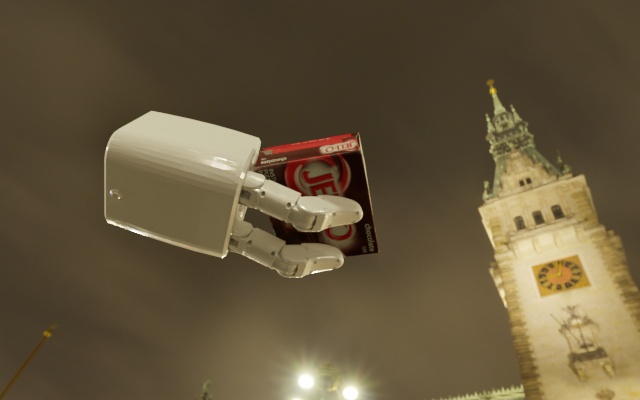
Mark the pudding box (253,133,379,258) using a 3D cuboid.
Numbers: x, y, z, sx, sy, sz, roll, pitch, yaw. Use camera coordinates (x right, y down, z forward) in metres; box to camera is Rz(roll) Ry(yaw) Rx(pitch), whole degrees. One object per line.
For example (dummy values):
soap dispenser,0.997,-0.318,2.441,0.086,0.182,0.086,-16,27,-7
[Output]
pudding box,0.000,0.001,0.425,0.090,0.114,0.039,-8,37,9
